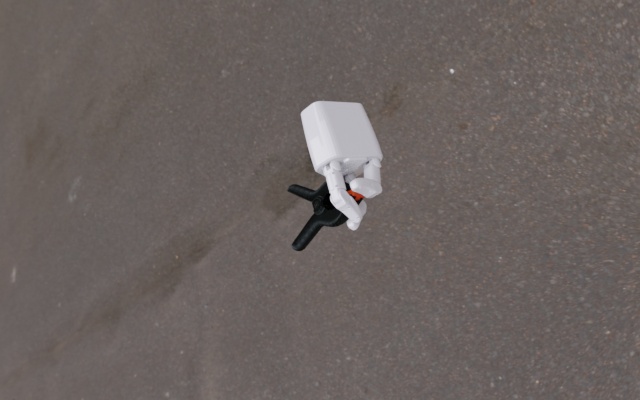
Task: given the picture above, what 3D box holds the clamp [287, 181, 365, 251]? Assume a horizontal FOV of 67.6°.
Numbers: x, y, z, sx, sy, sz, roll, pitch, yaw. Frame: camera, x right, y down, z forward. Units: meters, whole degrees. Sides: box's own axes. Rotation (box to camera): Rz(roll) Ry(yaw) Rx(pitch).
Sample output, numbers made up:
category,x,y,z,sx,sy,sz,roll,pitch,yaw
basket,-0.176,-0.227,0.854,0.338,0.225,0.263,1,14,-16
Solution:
category,x,y,z,sx,sy,sz,roll,pitch,yaw
clamp,0.000,0.003,0.802,0.171,0.120,0.039,-31,-23,37
